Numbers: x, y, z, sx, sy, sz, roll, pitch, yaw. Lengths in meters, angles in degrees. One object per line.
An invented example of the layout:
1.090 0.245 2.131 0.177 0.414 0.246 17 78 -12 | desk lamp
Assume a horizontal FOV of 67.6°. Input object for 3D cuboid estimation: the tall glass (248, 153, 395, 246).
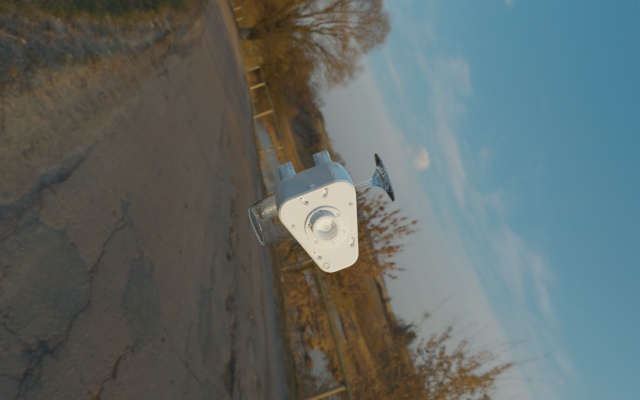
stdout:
0.001 0.002 0.688 0.201 0.079 0.079 -21 0 1 | tall glass
